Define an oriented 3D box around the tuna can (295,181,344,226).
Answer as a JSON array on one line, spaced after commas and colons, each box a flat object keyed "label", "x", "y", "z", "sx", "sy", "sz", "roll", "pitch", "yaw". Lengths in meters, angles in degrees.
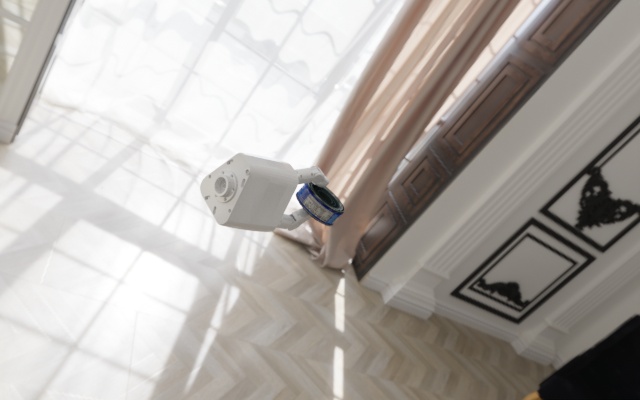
[{"label": "tuna can", "x": 0.001, "y": 0.002, "z": 0.826, "sx": 0.086, "sy": 0.034, "sz": 0.086, "roll": 37, "pitch": 18, "yaw": -14}]
